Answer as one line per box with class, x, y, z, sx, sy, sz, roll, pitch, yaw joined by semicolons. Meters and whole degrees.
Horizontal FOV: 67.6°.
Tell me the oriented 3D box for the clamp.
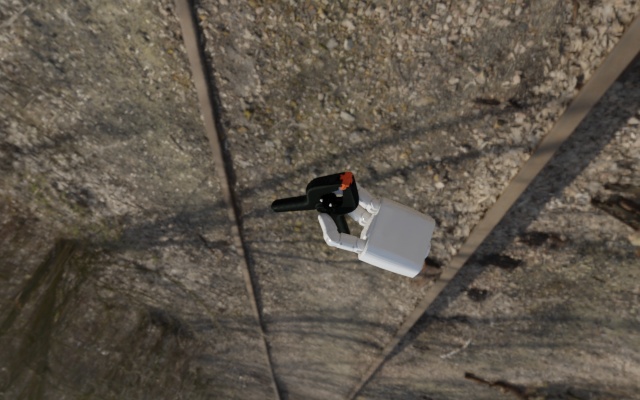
clamp;0.000;0.003;0.851;0.164;0.036;0.210;19;-29;-4
